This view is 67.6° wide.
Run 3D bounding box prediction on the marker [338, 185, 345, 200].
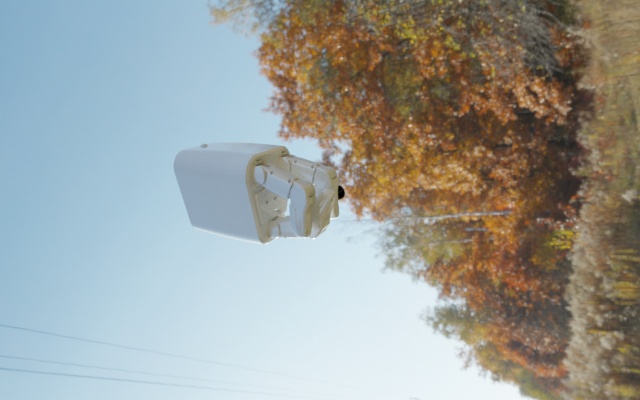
[{"bbox_3d":[0.000,0.002,0.574,0.020,0.020,0.121,0,14,26],"label":"marker"}]
